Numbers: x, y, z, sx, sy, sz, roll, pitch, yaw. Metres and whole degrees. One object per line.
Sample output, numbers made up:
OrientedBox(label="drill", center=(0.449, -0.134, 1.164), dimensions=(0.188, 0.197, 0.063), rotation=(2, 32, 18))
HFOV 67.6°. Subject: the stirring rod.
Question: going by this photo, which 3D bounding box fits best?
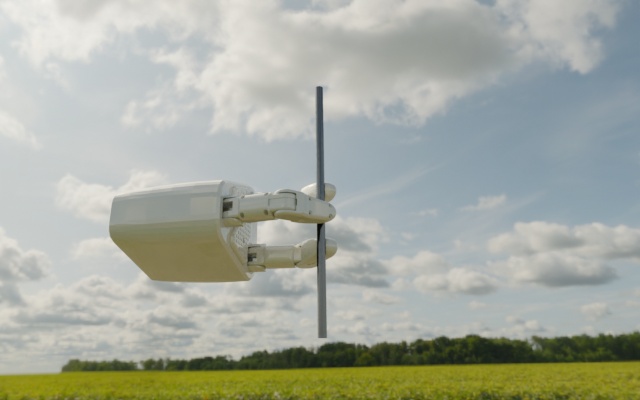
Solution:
OrientedBox(label="stirring rod", center=(0.000, 0.002, 0.439), dimensions=(0.011, 0.239, 0.011), rotation=(-1, -19, 0))
